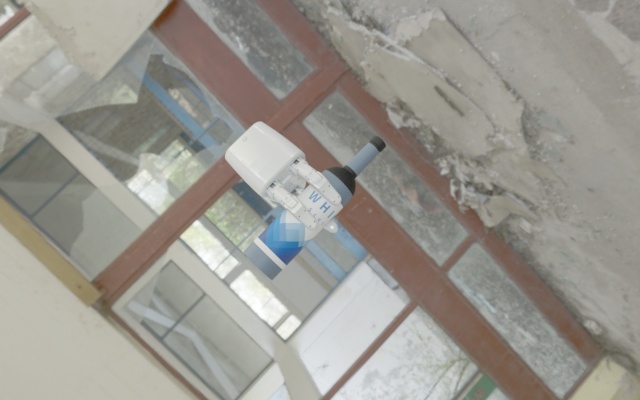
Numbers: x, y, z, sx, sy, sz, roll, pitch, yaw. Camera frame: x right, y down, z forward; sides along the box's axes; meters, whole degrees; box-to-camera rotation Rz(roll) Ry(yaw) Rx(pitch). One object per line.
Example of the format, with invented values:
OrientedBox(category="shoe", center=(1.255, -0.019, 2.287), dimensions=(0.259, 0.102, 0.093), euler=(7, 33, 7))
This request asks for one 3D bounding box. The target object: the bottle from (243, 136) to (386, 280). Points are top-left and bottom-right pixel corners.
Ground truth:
OrientedBox(category="bottle", center=(0.000, 0.003, 0.794), dimensions=(0.069, 0.295, 0.069), euler=(43, -8, 8))
